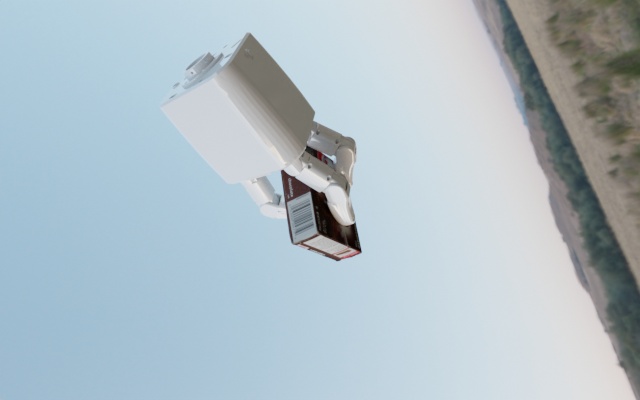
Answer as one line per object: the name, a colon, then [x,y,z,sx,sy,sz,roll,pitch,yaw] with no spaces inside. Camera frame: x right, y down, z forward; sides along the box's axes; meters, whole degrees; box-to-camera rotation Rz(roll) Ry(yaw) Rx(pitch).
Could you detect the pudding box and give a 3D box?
pudding box: [0.000,0.002,0.519,0.039,0.113,0.090,-22,-28,28]
